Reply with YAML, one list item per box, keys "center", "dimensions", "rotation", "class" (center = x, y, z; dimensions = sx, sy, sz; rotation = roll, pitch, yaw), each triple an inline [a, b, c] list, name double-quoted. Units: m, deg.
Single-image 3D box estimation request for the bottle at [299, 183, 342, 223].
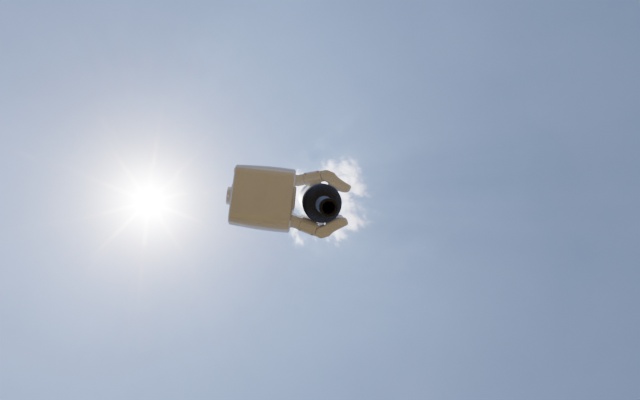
- center: [0.000, 0.003, 0.835]
  dimensions: [0.069, 0.069, 0.295]
  rotation: [0, 3, -5]
  class: "bottle"
